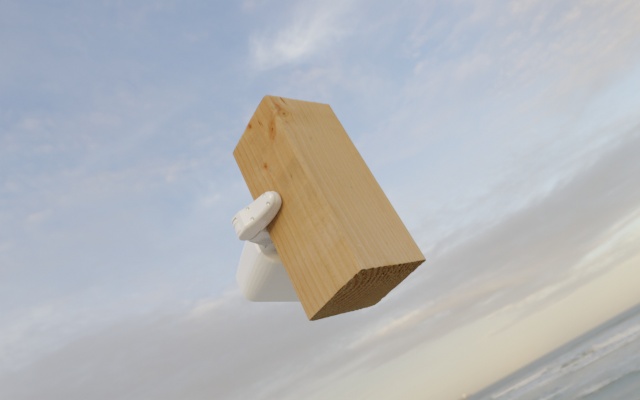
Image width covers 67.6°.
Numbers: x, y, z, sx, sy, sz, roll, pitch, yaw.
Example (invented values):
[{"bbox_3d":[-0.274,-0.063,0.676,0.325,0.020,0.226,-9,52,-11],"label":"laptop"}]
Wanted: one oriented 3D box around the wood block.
[{"bbox_3d":[0.000,0.002,0.479,0.091,0.206,0.090,-2,-37,-41],"label":"wood block"}]
